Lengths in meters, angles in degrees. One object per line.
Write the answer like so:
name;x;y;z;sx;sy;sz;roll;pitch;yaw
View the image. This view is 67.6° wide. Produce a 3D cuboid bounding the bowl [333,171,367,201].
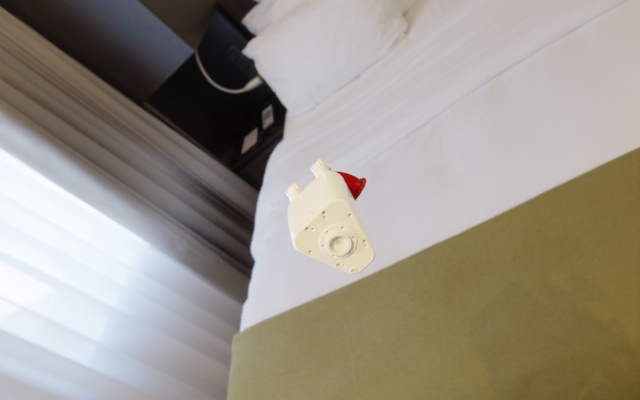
bowl;0.000;0.002;0.794;0.055;0.162;0.162;45;-8;-8
